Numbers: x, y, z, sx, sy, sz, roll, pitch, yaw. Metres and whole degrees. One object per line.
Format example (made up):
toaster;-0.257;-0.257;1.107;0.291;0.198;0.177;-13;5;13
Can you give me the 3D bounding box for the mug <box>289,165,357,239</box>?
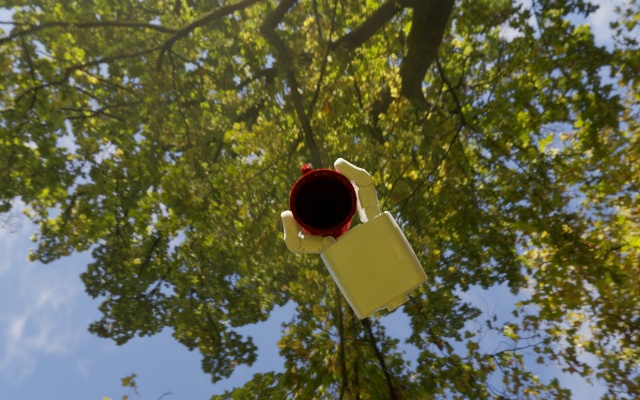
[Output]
mug;-0.001;0.001;0.694;0.093;0.117;0.081;-27;-17;-6
